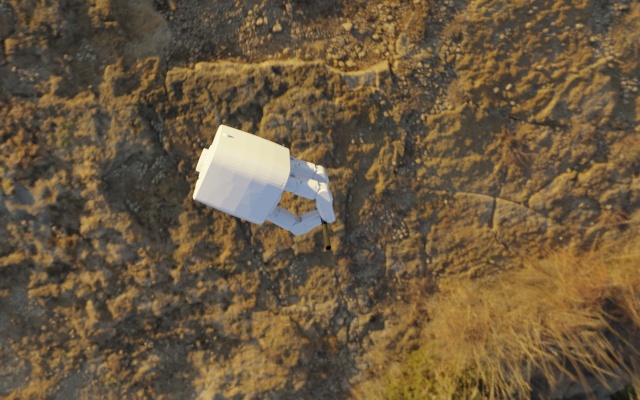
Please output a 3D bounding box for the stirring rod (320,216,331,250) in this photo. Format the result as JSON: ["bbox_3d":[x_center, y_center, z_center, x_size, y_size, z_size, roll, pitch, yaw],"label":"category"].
[{"bbox_3d":[0.000,0.002,0.738,0.011,0.011,0.239,0,30,-6],"label":"stirring rod"}]
